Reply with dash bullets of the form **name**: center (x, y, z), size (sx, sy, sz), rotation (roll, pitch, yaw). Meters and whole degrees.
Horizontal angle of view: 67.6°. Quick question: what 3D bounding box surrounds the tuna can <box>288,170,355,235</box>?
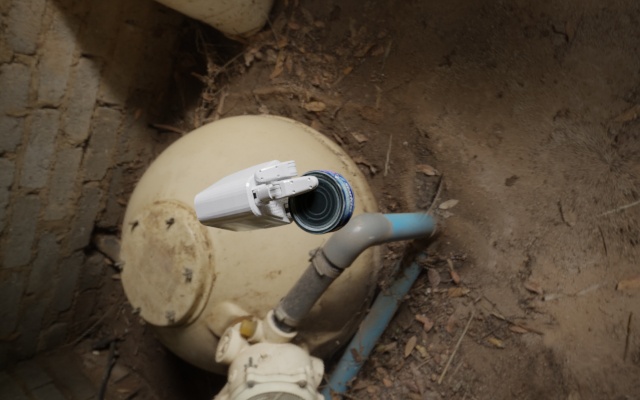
- **tuna can**: center (0.000, 0.002, 0.633), size (0.086, 0.086, 0.034), rotation (0, 3, 26)
